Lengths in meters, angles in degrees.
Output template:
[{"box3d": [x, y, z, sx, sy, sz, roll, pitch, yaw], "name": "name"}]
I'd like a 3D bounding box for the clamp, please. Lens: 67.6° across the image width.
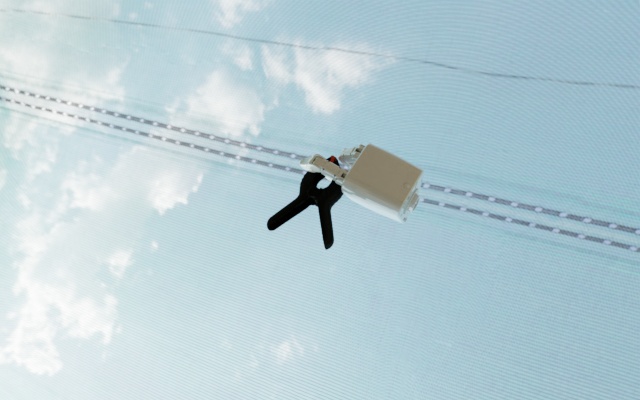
[{"box3d": [0.000, 0.003, 0.810, 0.120, 0.171, 0.039, 28, -19, 18], "name": "clamp"}]
